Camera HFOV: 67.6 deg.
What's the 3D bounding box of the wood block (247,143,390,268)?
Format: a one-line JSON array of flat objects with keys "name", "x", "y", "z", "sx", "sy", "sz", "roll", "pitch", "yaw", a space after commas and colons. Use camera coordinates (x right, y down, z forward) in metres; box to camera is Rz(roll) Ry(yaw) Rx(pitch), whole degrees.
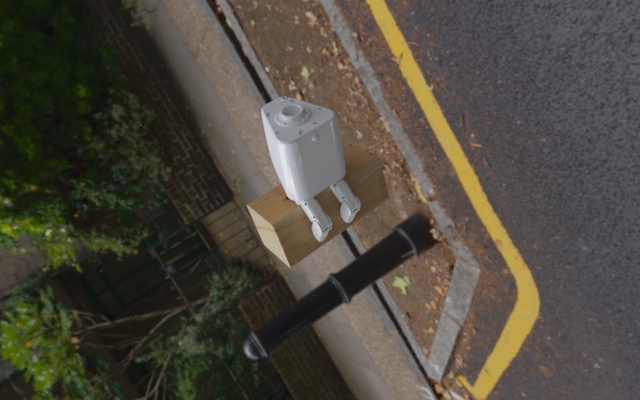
[{"name": "wood block", "x": 0.000, "y": 0.002, "z": 0.773, "sx": 0.206, "sy": 0.090, "sz": 0.090, "roll": -33, "pitch": 36, "yaw": -20}]
